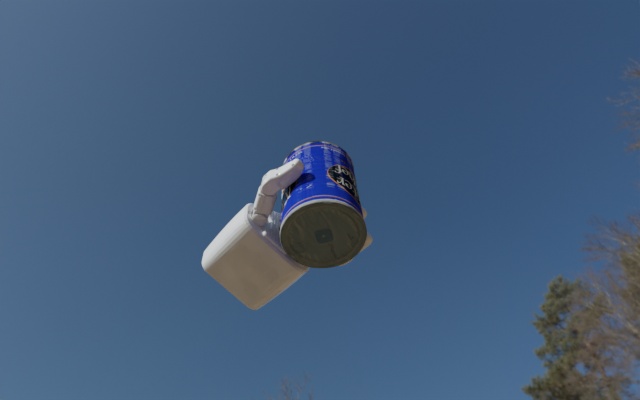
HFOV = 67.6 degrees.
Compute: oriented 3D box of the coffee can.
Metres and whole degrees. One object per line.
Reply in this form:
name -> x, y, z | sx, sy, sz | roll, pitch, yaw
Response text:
coffee can -> 0.000, 0.002, 0.615 | 0.103, 0.103, 0.140 | 0, 36, -4
